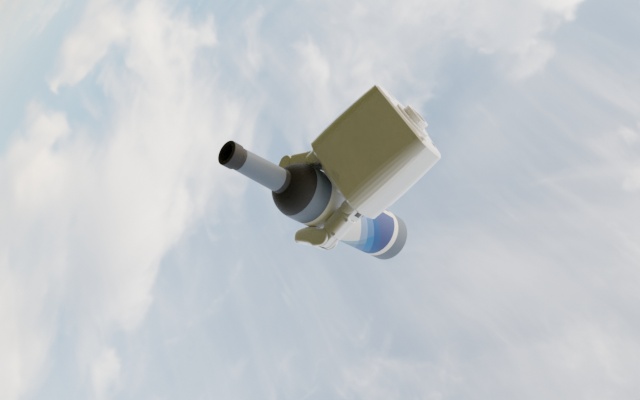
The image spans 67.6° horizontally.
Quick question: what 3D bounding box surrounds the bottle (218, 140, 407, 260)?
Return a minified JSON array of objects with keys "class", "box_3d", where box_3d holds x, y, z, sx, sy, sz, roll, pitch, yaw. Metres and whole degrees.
[{"class":"bottle","box_3d":[0.000,0.002,0.583,0.069,0.069,0.296,0,-20,44]}]
